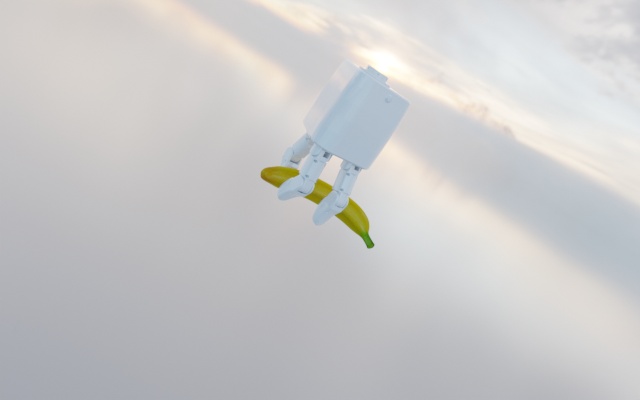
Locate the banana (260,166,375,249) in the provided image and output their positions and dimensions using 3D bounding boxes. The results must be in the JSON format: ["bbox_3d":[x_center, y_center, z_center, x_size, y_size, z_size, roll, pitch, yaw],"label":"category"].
[{"bbox_3d":[0.002,-0.004,0.696,0.198,0.037,0.069,32,19,-15],"label":"banana"}]
